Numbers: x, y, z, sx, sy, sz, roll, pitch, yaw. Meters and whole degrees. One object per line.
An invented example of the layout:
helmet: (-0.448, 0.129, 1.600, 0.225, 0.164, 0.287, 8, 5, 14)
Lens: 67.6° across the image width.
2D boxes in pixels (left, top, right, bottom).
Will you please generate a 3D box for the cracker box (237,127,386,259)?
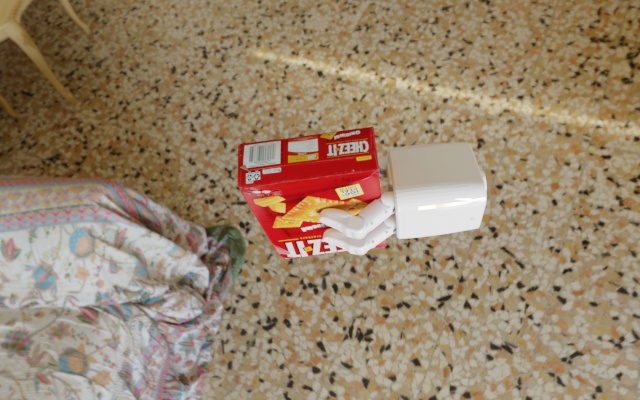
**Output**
cracker box: (0.000, 0.002, 0.632, 0.164, 0.072, 0.214, -7, -31, 7)
